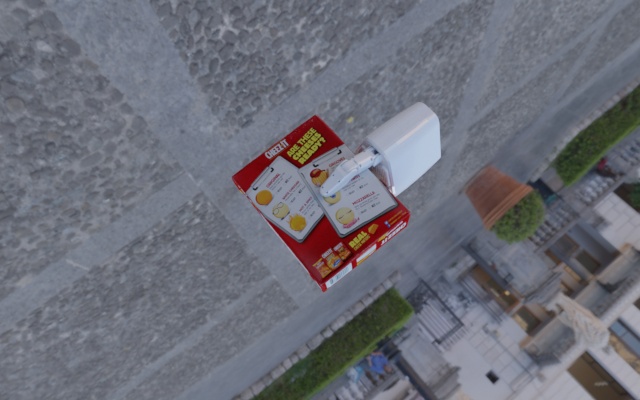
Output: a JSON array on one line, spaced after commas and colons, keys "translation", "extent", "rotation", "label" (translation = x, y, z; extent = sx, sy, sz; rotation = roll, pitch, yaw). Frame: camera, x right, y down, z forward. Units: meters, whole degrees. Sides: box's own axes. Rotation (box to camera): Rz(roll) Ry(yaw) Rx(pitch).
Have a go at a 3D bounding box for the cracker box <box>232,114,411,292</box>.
[{"translation": [0.000, 0.002, 0.708], "extent": [0.164, 0.213, 0.072], "rotation": [-38, -20, -10], "label": "cracker box"}]
